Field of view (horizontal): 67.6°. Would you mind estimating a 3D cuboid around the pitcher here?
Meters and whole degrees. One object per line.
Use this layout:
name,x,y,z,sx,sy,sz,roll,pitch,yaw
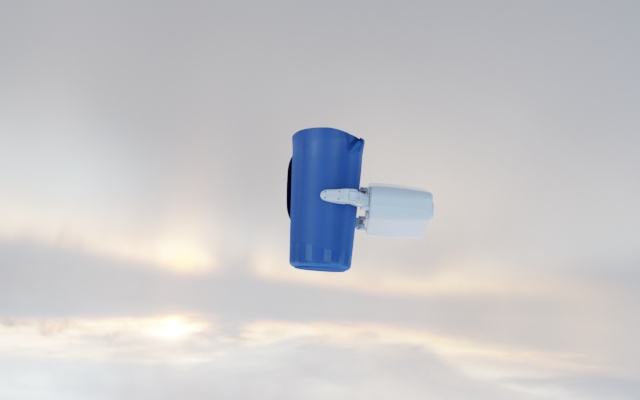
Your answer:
pitcher,0.000,0.003,0.856,0.145,0.242,0.149,4,-12,3
